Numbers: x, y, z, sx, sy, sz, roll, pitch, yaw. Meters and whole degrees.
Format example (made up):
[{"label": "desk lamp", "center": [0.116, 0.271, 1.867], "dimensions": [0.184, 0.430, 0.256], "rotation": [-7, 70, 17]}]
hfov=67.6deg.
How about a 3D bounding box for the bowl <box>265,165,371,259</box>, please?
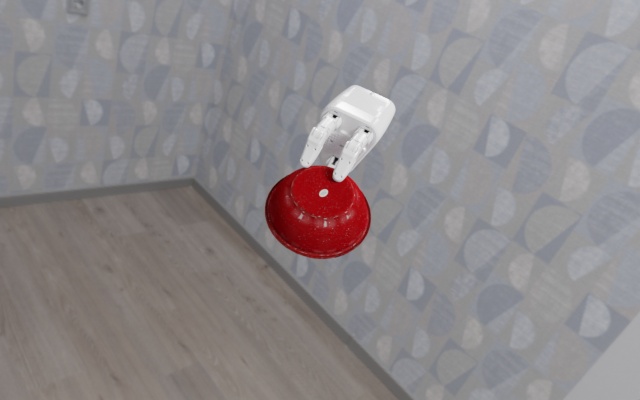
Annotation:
[{"label": "bowl", "center": [0.000, 0.003, 0.698], "dimensions": [0.162, 0.162, 0.055], "rotation": [0, -34, -9]}]
